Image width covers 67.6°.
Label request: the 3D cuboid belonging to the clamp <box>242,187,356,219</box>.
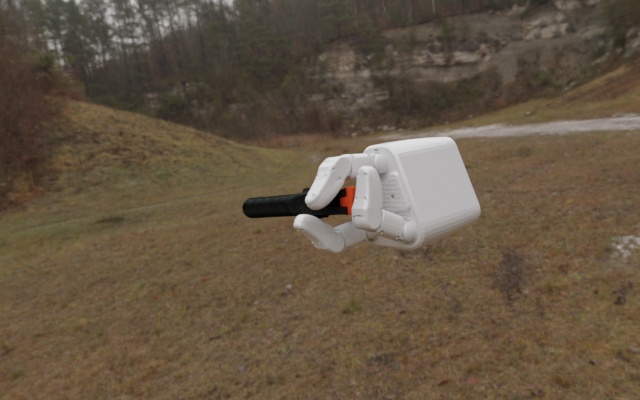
[{"bbox_3d":[0.000,0.001,0.542,0.120,0.039,0.171,-14,8,-36],"label":"clamp"}]
